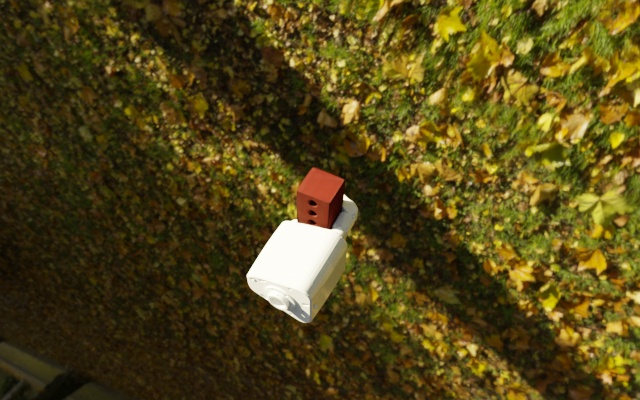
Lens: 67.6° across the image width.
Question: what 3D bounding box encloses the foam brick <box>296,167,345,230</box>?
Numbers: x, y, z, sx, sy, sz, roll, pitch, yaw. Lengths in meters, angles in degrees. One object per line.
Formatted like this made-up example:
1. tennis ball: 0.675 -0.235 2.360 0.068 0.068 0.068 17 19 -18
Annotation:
1. foam brick: 0.000 0.002 0.690 0.053 0.051 0.078 22 -37 17
